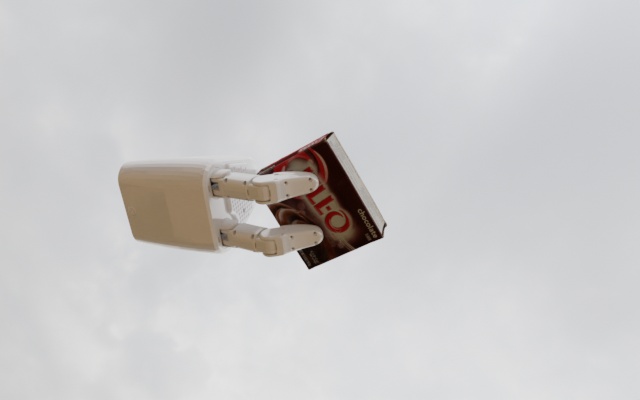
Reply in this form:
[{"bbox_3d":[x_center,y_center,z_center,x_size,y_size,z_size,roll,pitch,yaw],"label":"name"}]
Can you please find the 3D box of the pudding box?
[{"bbox_3d":[0.000,0.002,0.474,0.090,0.113,0.039,-26,15,25],"label":"pudding box"}]
